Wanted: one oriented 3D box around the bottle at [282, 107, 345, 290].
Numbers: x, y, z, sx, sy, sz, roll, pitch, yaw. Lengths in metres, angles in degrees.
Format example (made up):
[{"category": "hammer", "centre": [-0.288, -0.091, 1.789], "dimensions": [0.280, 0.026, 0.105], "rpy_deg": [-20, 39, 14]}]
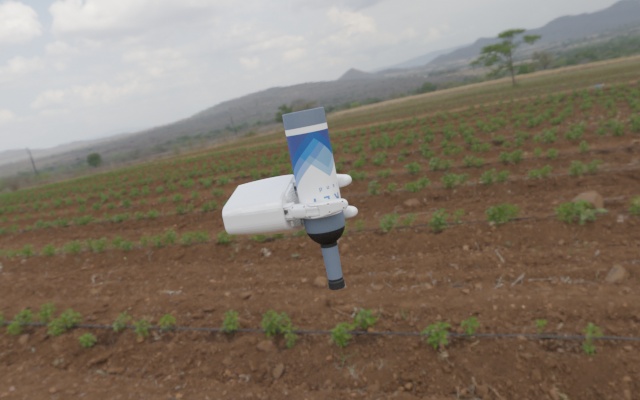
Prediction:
[{"category": "bottle", "centre": [0.000, 0.002, 0.771], "dimensions": [0.069, 0.296, 0.069], "rpy_deg": [-11, 10, 2]}]
